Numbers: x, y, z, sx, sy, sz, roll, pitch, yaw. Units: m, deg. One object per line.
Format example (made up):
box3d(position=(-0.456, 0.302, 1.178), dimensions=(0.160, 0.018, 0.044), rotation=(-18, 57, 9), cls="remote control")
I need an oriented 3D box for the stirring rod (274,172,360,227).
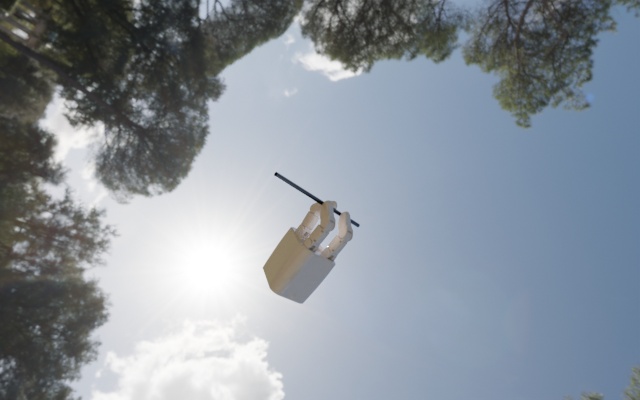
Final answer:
box3d(position=(0.000, 0.003, 0.899), dimensions=(0.011, 0.011, 0.240), rotation=(0, -24, 44), cls="stirring rod")
